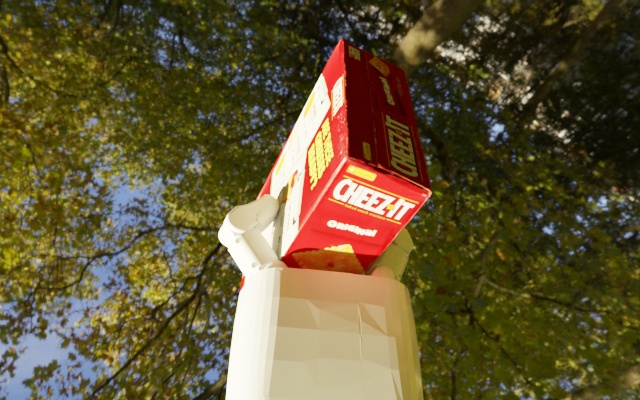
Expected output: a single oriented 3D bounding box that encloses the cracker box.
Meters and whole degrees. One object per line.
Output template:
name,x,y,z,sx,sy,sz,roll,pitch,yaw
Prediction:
cracker box,0.000,0.001,0.407,0.072,0.164,0.214,20,-50,-17
